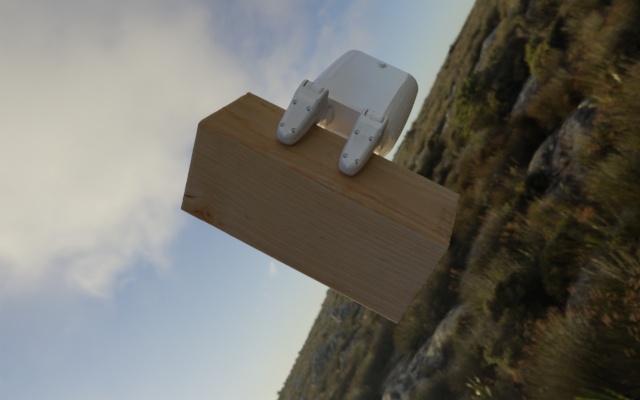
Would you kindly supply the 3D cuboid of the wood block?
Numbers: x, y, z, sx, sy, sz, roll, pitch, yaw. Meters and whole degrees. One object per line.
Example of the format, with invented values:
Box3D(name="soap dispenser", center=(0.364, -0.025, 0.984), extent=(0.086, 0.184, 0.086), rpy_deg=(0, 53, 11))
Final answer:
Box3D(name="wood block", center=(0.000, 0.001, 0.408), extent=(0.206, 0.091, 0.090), rpy_deg=(27, 34, 6))
